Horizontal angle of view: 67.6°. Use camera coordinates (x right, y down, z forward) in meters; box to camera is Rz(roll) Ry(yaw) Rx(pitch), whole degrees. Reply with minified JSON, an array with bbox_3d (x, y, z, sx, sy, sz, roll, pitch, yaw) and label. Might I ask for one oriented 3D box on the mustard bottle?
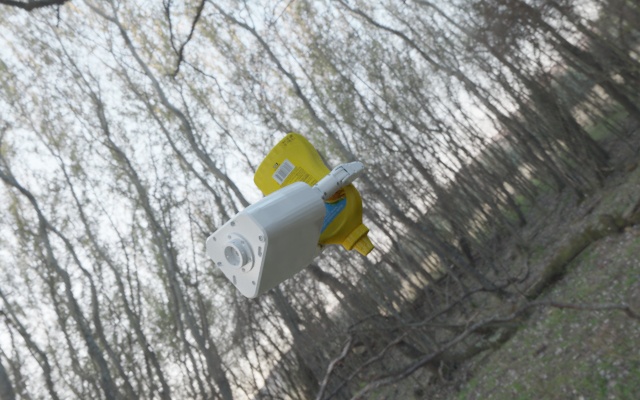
[{"bbox_3d":[0.000,0.002,0.654,0.191,0.096,0.058,45,15,15],"label":"mustard bottle"}]
